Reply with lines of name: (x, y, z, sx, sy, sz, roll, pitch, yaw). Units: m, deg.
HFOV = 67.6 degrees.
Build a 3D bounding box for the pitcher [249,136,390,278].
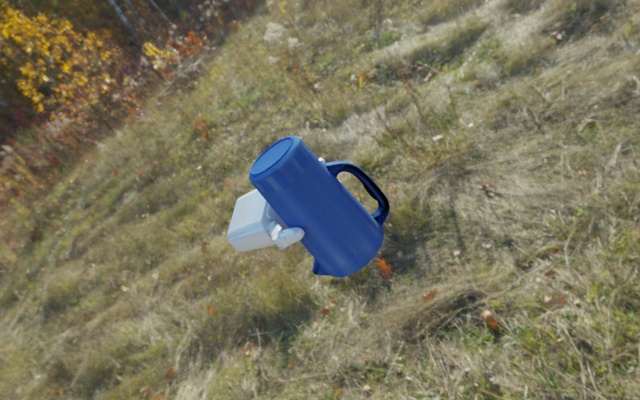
pitcher: (0.000, 0.003, 0.824, 0.145, 0.149, 0.243, -18, -57, 40)
